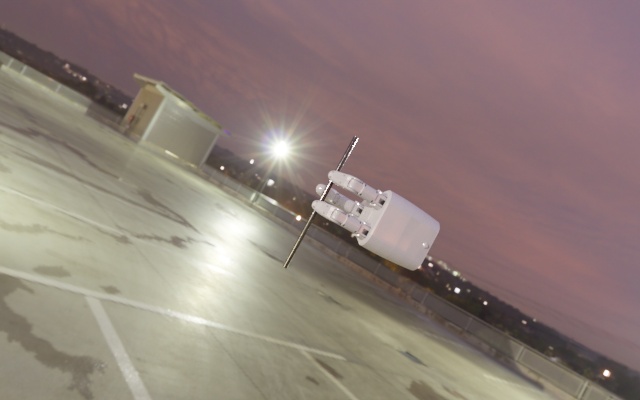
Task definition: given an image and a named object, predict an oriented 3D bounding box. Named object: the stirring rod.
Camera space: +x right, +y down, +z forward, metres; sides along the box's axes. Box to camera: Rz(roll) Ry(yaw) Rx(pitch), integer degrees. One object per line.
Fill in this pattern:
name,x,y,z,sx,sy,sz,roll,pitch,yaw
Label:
stirring rod,0.000,0.003,0.773,0.011,0.239,0.011,29,-2,1
